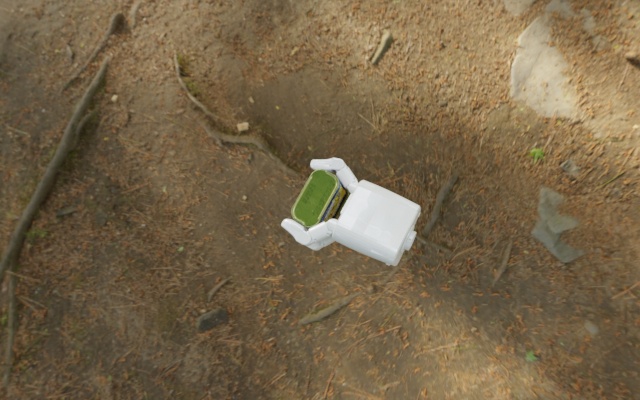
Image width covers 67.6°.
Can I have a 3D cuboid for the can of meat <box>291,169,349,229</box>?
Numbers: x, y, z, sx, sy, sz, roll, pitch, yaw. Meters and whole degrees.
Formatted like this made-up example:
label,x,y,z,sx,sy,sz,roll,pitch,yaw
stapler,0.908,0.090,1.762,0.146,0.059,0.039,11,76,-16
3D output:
label,x,y,z,sx,sy,sz,roll,pitch,yaw
can of meat,0.000,0.002,0.807,0.057,0.102,0.084,28,-3,16
